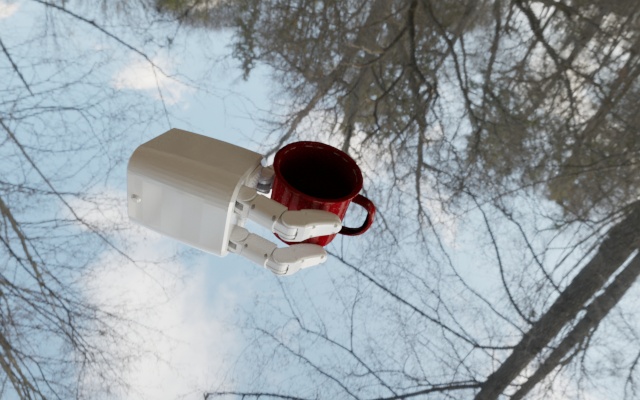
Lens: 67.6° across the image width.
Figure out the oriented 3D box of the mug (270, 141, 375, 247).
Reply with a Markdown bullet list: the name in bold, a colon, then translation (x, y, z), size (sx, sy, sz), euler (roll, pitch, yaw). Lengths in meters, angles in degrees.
- **mug**: translation (0.001, 0.002, 0.502), size (0.117, 0.082, 0.093), euler (21, 42, 3)
